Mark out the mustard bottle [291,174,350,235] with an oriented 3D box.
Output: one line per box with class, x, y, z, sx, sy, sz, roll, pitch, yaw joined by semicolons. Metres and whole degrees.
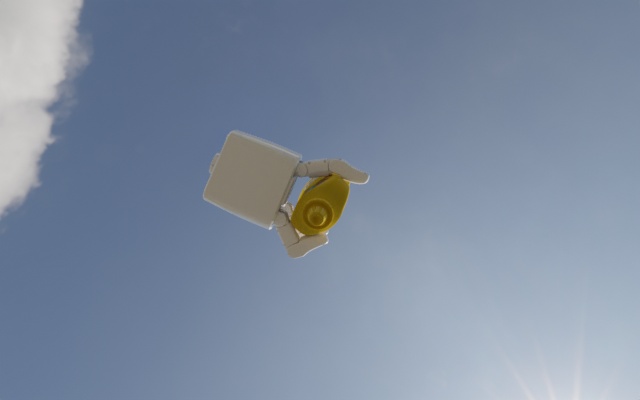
mustard bottle;0.000;0.002;0.687;0.096;0.058;0.191;-42;6;11
